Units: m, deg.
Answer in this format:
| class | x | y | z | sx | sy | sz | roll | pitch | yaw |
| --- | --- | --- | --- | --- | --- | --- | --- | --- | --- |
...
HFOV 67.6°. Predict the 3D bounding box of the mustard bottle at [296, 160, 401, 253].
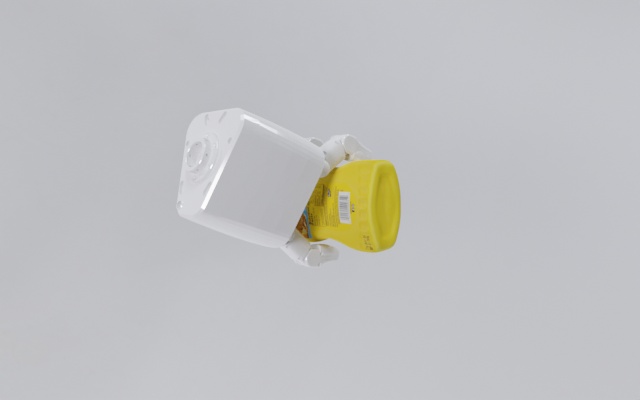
| class | x | y | z | sx | sy | sz | roll | pitch | yaw |
| --- | --- | --- | --- | --- | --- | --- | --- | --- | --- |
| mustard bottle | 0.001 | 0.002 | 0.553 | 0.191 | 0.096 | 0.058 | 4 | 10 | 45 |
